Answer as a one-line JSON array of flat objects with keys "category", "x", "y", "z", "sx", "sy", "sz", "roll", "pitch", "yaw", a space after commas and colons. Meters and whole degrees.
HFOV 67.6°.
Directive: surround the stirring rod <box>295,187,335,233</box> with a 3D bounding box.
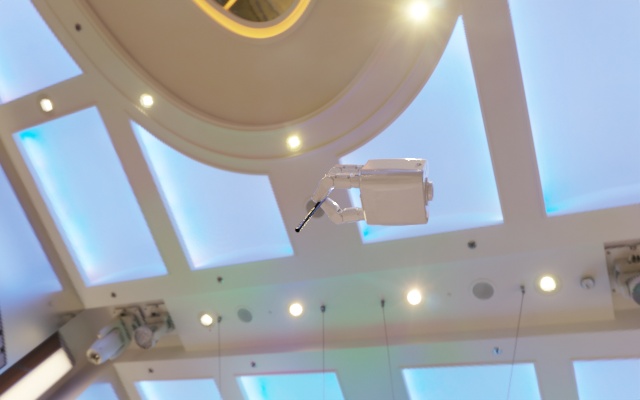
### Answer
[{"category": "stirring rod", "x": 0.000, "y": 0.003, "z": 0.840, "sx": 0.011, "sy": 0.011, "sz": 0.239, "roll": 0, "pitch": 21, "yaw": 19}]
